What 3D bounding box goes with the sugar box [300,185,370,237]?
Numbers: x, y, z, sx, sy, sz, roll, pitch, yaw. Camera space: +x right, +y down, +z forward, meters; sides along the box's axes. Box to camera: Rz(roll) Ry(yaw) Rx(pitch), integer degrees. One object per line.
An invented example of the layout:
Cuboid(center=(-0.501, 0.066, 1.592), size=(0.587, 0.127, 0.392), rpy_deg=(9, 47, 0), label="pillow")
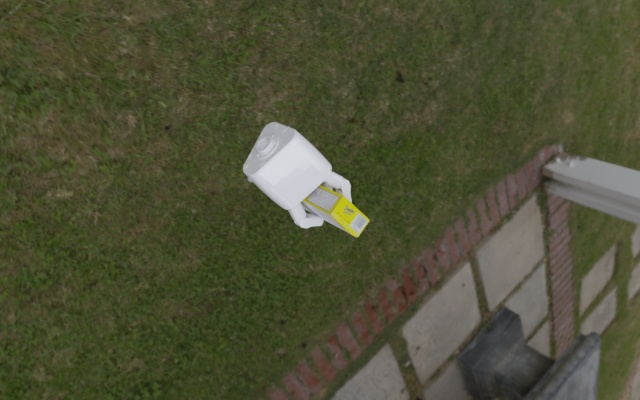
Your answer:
Cuboid(center=(0.000, 0.002, 0.885), size=(0.176, 0.048, 0.093), rpy_deg=(30, -9, 47), label="sugar box")
